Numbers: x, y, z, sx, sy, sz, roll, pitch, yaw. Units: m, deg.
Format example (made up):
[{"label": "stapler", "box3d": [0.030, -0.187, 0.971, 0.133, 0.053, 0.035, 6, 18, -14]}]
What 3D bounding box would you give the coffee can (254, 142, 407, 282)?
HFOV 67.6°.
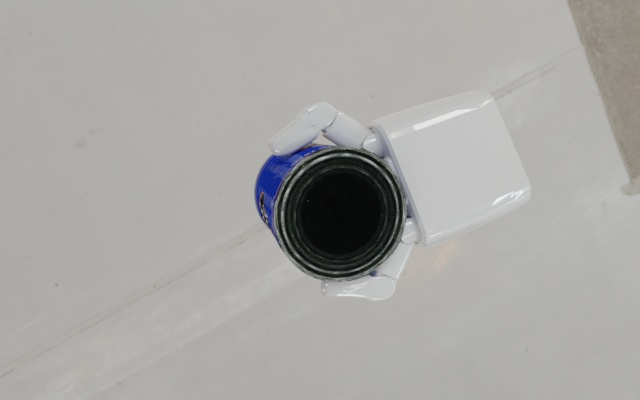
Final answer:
[{"label": "coffee can", "box3d": [0.000, 0.001, 0.417, 0.103, 0.103, 0.140, 0, 8, -14]}]
